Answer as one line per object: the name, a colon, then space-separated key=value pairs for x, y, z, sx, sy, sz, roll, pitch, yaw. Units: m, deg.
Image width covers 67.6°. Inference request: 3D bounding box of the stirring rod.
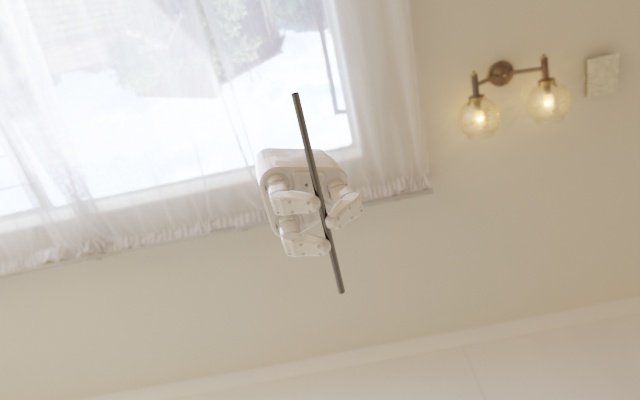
stirring rod: x=0.000 y=0.002 z=0.517 sx=0.011 sy=0.240 sz=0.011 roll=-11 pitch=25 yaw=5
